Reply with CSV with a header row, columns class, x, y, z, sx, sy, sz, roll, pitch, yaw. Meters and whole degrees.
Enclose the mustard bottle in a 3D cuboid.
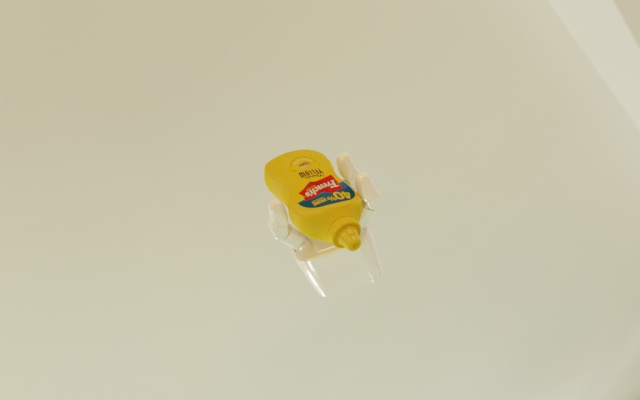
class,x,y,z,sx,sy,sz,roll,pitch,yaw
mustard bottle,0.000,0.002,0.635,0.096,0.058,0.191,-12,39,-23
